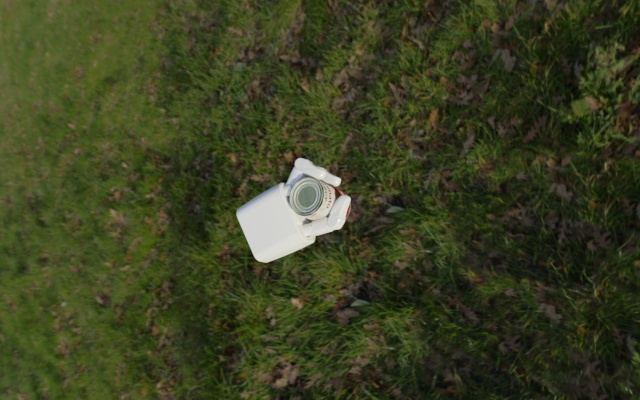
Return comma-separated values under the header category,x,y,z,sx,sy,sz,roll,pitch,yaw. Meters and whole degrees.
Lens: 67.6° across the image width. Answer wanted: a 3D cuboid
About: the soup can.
category,x,y,z,sx,sy,sz,roll,pitch,yaw
soup can,0.000,0.003,0.829,0.068,0.068,0.102,0,-12,30
